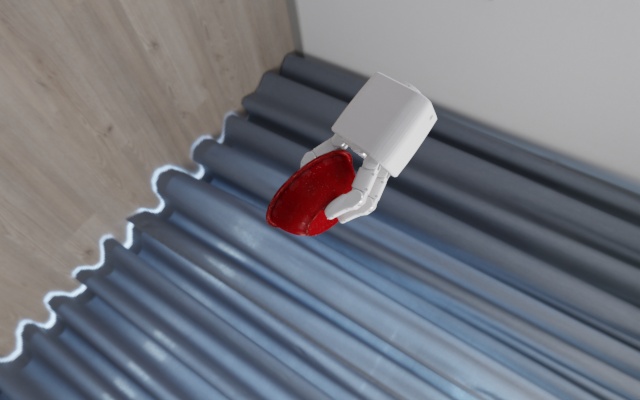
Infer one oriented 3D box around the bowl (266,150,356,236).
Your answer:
[{"bbox_3d":[0.000,0.004,0.707,0.162,0.055,0.162,-34,-21,-15],"label":"bowl"}]
